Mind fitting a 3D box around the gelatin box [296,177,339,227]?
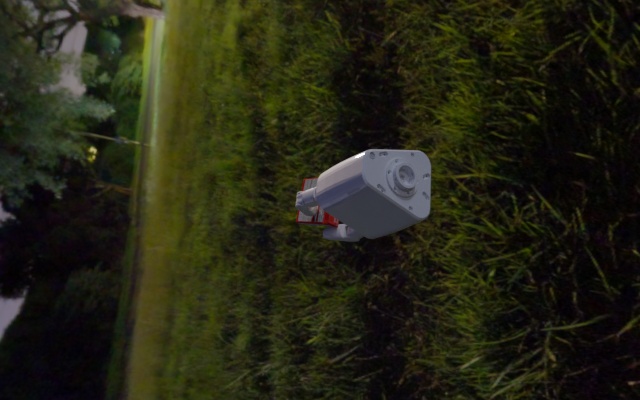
[{"bbox_3d":[0.000,0.002,0.738,0.030,0.073,0.089,13,-8,-30],"label":"gelatin box"}]
